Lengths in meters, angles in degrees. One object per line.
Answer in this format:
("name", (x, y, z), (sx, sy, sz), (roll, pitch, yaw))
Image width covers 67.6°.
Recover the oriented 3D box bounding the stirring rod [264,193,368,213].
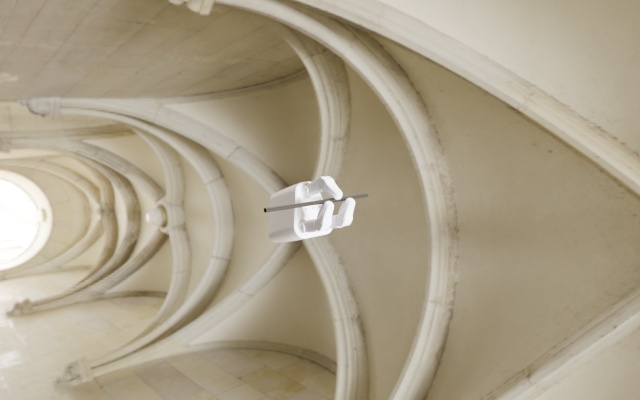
("stirring rod", (0.000, 0.003, 0.861), (0.239, 0.011, 0.011), (-8, 5, -40))
